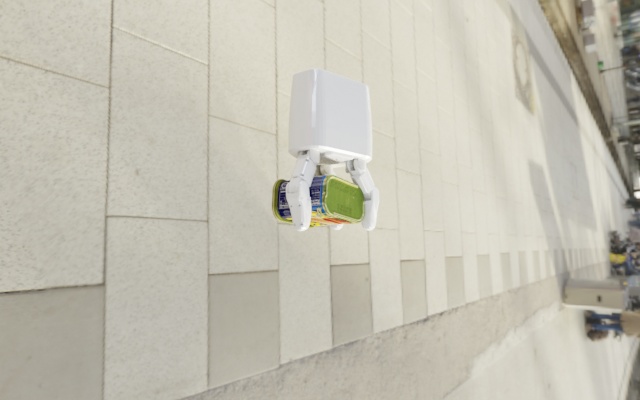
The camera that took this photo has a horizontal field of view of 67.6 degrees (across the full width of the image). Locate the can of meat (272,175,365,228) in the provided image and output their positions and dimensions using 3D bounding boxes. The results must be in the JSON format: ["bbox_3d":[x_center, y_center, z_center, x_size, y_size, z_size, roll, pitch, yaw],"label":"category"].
[{"bbox_3d":[0.000,0.002,0.634,0.084,0.057,0.102,-6,-14,35],"label":"can of meat"}]
